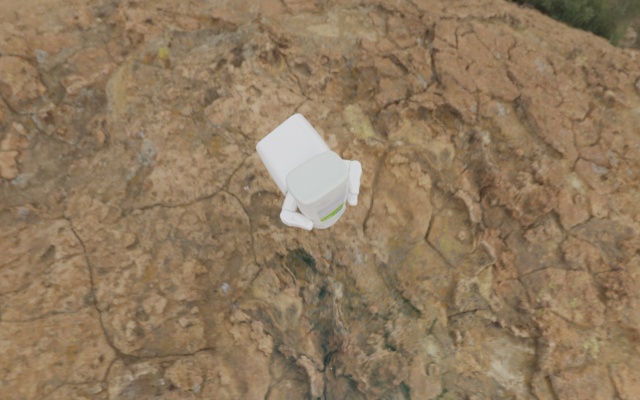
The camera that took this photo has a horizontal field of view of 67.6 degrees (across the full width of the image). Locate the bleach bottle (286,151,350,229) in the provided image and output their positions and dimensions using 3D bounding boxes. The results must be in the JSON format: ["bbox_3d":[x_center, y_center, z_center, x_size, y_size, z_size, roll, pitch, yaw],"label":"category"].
[{"bbox_3d":[0.000,0.003,0.863,0.102,0.068,0.251,-33,-17,-10],"label":"bleach bottle"}]
